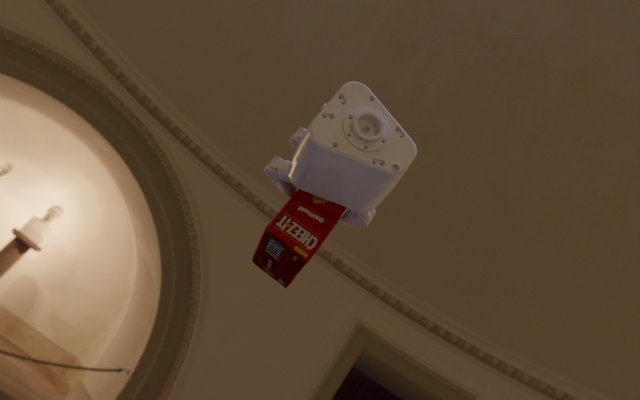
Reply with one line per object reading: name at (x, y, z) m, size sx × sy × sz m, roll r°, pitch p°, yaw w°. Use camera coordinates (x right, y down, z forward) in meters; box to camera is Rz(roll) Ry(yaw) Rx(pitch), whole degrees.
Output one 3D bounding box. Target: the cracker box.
cracker box at (0.000, 0.002, 0.654) m, size 0.072 × 0.213 × 0.164 m, roll 37°, pitch -24°, yaw 2°
